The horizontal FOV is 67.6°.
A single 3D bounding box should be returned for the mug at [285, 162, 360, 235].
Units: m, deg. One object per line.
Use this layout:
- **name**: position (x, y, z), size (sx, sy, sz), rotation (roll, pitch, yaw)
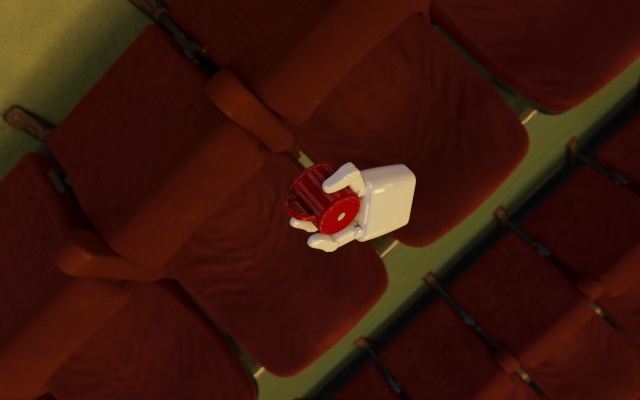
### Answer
- **mug**: position (-0.001, 0.003, 0.753), size (0.117, 0.093, 0.081), rotation (-15, 49, -34)
